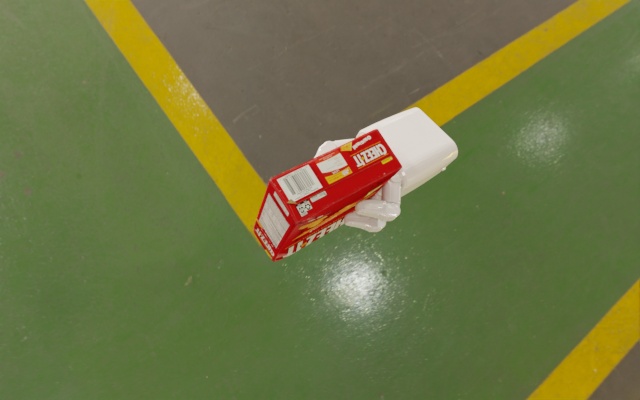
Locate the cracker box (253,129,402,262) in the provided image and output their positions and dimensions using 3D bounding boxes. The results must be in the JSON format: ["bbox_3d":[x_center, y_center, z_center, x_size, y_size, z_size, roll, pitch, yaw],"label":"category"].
[{"bbox_3d":[0.000,0.002,0.678,0.164,0.072,0.214,-28,-11,-21],"label":"cracker box"}]
